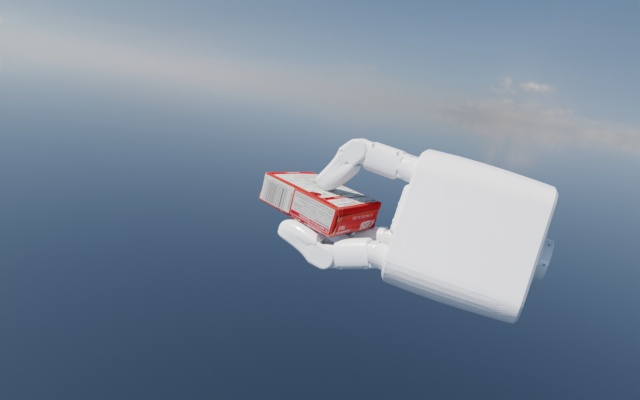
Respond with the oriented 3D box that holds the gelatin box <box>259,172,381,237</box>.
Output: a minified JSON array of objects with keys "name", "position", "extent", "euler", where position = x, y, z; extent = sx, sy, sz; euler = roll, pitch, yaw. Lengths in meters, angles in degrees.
[{"name":"gelatin box","position":[0.000,0.001,0.444],"extent":[0.089,0.030,0.073],"euler":[27,18,31]}]
